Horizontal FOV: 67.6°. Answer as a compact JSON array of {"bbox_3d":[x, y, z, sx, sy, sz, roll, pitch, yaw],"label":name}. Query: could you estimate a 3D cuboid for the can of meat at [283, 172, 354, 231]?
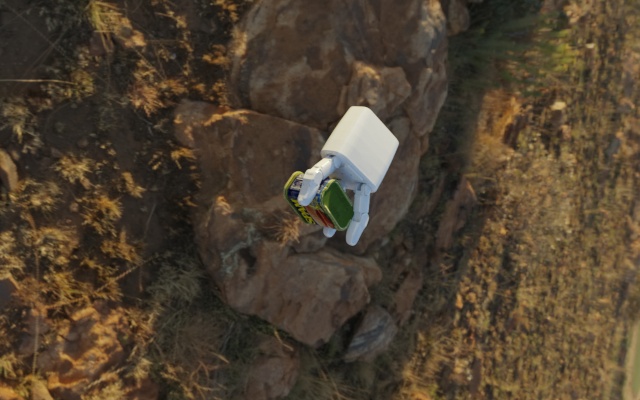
[{"bbox_3d":[0.000,0.003,0.807,0.084,0.057,0.102,11,-32,40],"label":"can of meat"}]
